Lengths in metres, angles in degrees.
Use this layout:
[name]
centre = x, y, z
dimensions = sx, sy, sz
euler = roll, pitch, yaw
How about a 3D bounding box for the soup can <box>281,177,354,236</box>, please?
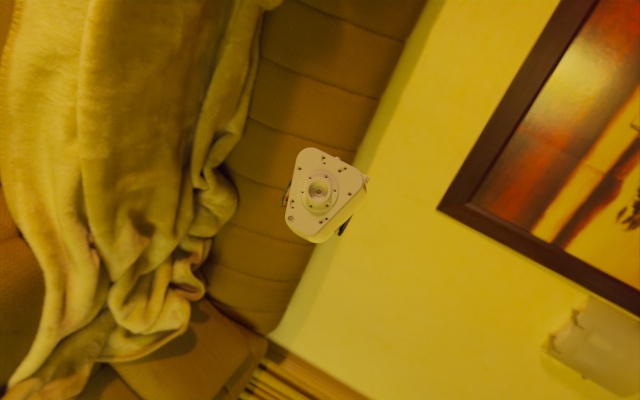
[soup can]
centre = 0.000, 0.003, 0.730
dimensions = 0.102, 0.068, 0.068
euler = 27, 4, 8
